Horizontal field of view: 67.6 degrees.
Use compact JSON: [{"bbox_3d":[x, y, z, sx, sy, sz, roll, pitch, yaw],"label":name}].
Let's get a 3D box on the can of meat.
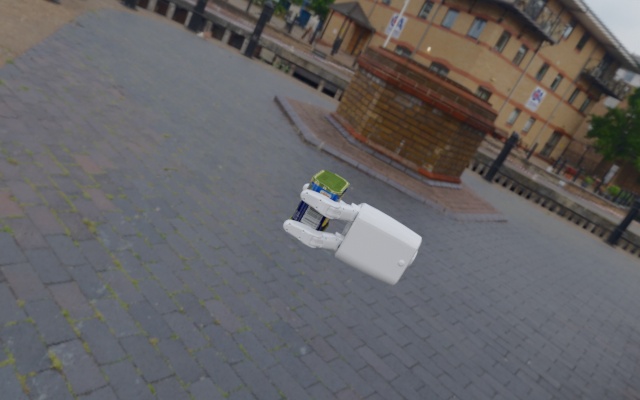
[{"bbox_3d":[0.000,0.002,0.769,0.057,0.084,0.102,30,18,5],"label":"can of meat"}]
